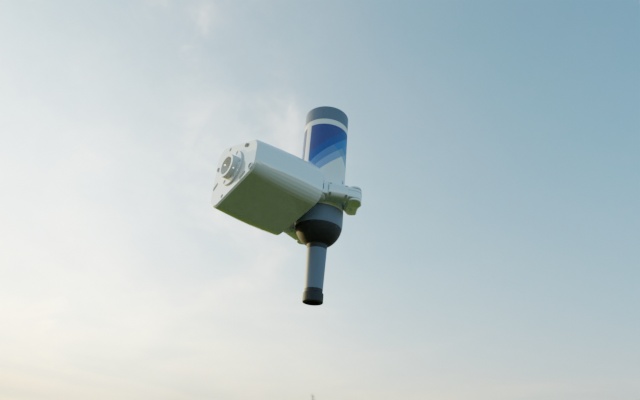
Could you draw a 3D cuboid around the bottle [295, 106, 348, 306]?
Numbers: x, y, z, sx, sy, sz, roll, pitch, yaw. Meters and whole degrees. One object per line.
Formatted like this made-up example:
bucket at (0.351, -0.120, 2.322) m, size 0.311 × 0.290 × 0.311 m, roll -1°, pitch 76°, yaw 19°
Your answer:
bottle at (0.000, 0.002, 0.682) m, size 0.069 × 0.295 × 0.069 m, roll 4°, pitch -28°, yaw 2°
